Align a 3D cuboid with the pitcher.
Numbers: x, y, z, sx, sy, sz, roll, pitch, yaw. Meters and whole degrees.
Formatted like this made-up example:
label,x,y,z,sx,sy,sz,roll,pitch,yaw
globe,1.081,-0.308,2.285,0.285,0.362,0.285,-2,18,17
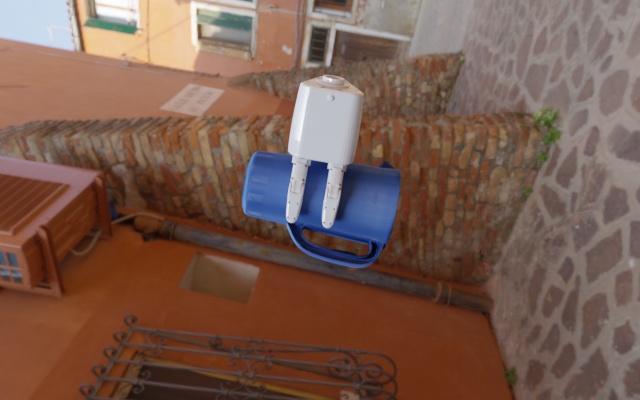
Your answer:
label,x,y,z,sx,sy,sz,roll,pitch,yaw
pitcher,0.000,0.002,0.772,0.243,0.145,0.149,10,24,0
